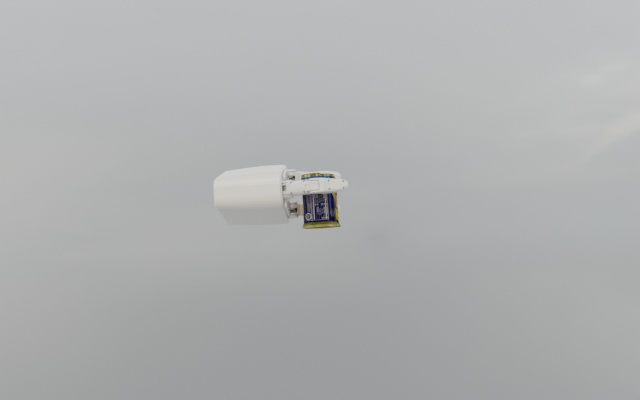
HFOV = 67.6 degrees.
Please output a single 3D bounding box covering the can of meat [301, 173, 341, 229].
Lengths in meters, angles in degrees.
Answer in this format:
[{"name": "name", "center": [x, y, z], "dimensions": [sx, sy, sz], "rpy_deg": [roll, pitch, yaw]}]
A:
[{"name": "can of meat", "center": [0.000, 0.002, 0.774], "dimensions": [0.057, 0.084, 0.102], "rpy_deg": [-4, -5, 5]}]
